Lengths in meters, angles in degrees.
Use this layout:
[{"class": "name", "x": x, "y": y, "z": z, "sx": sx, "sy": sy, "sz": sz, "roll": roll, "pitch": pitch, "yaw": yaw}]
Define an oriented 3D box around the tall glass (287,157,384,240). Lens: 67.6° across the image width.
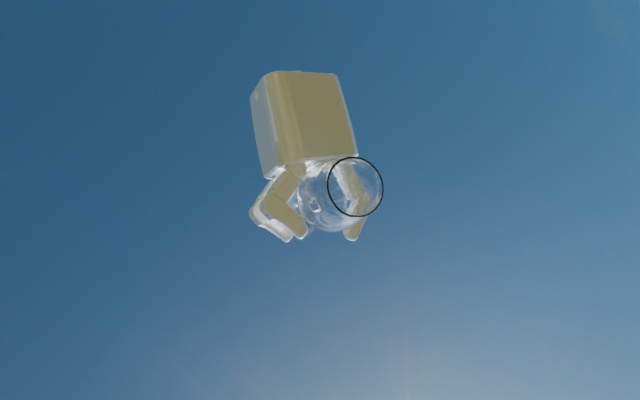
[{"class": "tall glass", "x": 0.000, "y": 0.002, "z": 0.561, "sx": 0.079, "sy": 0.079, "sz": 0.201, "roll": 0, "pitch": -9, "yaw": -21}]
